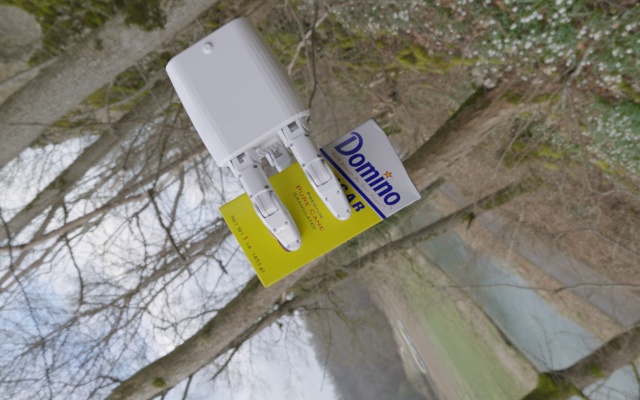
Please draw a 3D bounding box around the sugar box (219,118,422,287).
[{"bbox_3d":[0.000,0.002,0.474,0.176,0.093,0.048,-31,1,4],"label":"sugar box"}]
